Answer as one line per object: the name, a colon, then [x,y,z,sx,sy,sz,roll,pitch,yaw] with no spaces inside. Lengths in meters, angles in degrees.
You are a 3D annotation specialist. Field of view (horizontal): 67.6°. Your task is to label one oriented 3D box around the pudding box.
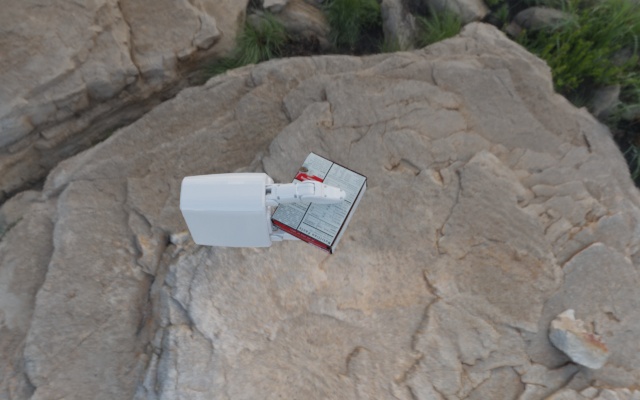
pudding box: [0.000,0.002,0.632,0.090,0.113,0.039,26,-16,10]
